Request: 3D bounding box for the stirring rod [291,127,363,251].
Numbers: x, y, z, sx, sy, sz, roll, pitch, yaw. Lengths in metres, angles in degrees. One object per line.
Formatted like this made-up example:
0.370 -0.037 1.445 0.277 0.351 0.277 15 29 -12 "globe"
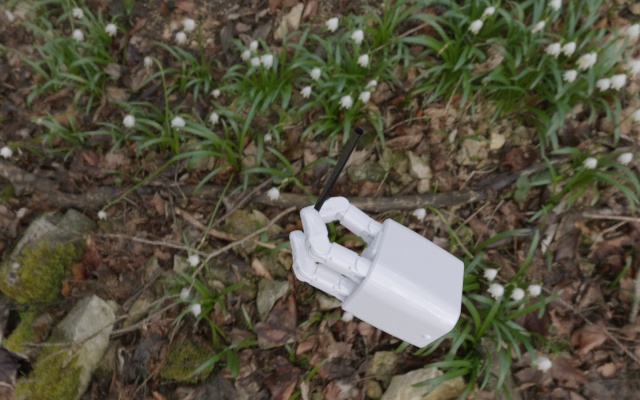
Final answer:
0.000 0.002 0.514 0.011 0.011 0.240 0 -31 -19 "stirring rod"
